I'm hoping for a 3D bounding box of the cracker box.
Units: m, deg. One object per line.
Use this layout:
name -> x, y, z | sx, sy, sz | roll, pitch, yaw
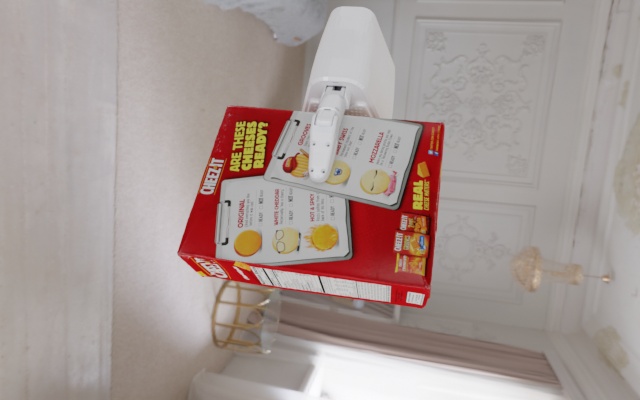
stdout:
cracker box -> 0.000, 0.001, 0.446 | 0.213, 0.164, 0.072 | 6, -28, 11
